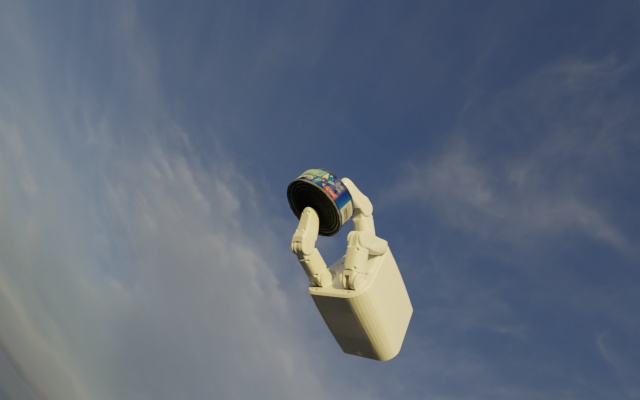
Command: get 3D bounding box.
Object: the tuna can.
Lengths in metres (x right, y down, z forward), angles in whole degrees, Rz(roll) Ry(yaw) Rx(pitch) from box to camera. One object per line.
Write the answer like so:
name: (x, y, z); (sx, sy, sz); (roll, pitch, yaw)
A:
tuna can: (0.000, 0.002, 0.606); (0.086, 0.086, 0.033); (0, 33, 47)
